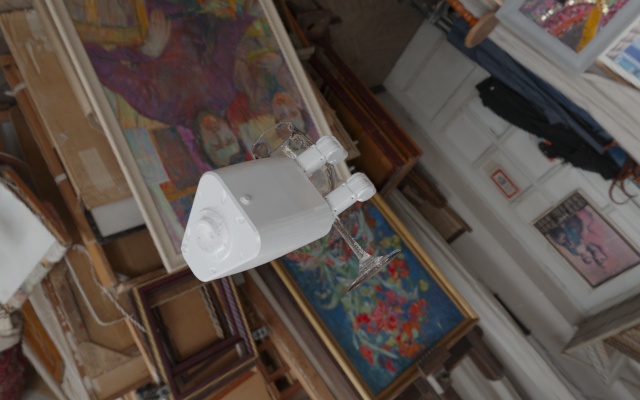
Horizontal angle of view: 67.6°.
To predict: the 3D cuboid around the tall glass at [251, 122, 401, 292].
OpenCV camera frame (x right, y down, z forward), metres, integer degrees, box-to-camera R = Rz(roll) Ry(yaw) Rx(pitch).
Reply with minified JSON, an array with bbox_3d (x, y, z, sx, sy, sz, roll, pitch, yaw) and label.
[{"bbox_3d":[0.001,0.002,0.550,0.079,0.201,0.079,-34,-16,-11],"label":"tall glass"}]
